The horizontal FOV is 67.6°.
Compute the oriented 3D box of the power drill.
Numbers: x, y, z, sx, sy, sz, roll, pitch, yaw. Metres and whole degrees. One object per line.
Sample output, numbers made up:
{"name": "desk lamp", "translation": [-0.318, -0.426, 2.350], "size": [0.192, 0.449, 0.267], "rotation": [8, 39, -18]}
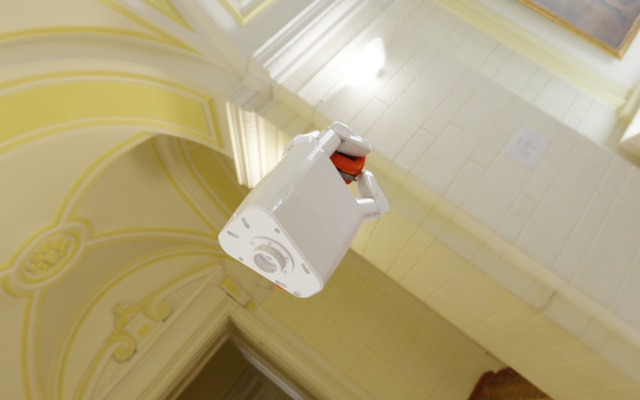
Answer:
{"name": "power drill", "translation": [0.000, 0.002, 0.618], "size": [0.057, 0.188, 0.184], "rotation": [22, 28, -2]}
